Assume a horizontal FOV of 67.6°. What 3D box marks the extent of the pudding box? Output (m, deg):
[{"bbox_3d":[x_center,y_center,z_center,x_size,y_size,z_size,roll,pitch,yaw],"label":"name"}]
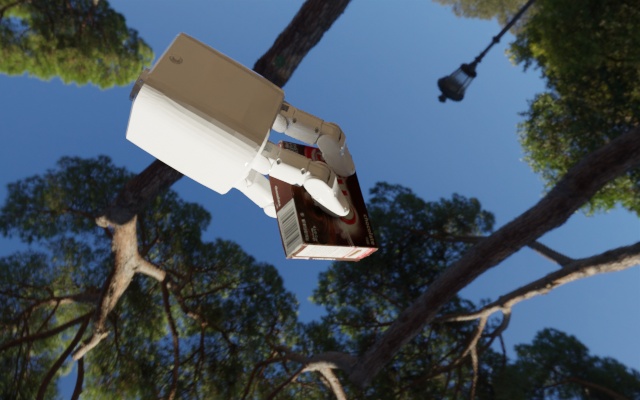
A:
[{"bbox_3d":[0.000,0.002,0.468,0.090,0.113,0.039,6,-30,-36],"label":"pudding box"}]
